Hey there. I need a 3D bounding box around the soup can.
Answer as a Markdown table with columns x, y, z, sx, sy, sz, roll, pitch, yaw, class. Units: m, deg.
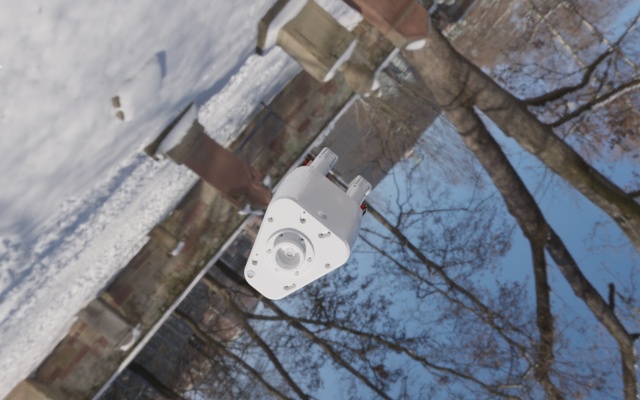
| x | y | z | sx | sy | sz | roll | pitch | yaw | class |
| --- | --- | --- | --- | --- | --- | --- | --- | --- | --- |
| 0.000 | 0.002 | 0.607 | 0.102 | 0.068 | 0.068 | 39 | -3 | -4 | soup can |
